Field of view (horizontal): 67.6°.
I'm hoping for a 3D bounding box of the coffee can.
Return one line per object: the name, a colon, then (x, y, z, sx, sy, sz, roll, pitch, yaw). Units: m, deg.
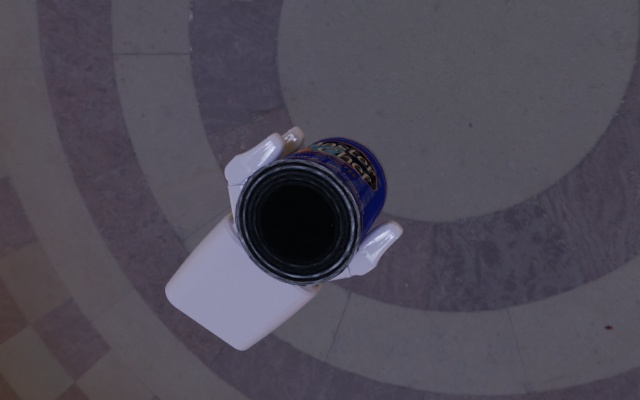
coffee can: (0.000, 0.001, 0.430, 0.103, 0.103, 0.140, 0, 14, 16)
